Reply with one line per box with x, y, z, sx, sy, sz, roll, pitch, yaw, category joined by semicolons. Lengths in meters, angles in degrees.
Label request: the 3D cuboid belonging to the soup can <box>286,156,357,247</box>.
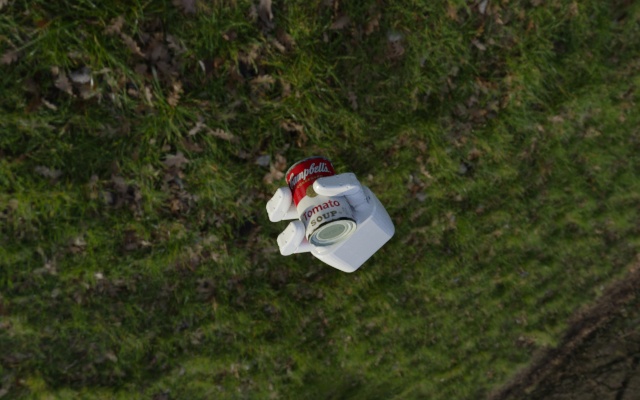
0.000;0.002;0.629;0.068;0.102;0.068;-16;-30;-9;soup can
